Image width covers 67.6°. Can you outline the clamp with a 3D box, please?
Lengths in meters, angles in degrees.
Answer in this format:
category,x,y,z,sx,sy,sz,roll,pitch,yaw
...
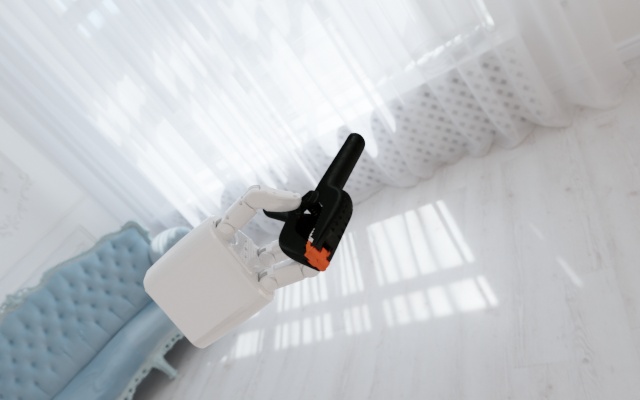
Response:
category,x,y,z,sx,sy,sz,roll,pitch,yaw
clamp,-0.001,0.002,0.540,0.164,0.036,0.210,-41,22,10
